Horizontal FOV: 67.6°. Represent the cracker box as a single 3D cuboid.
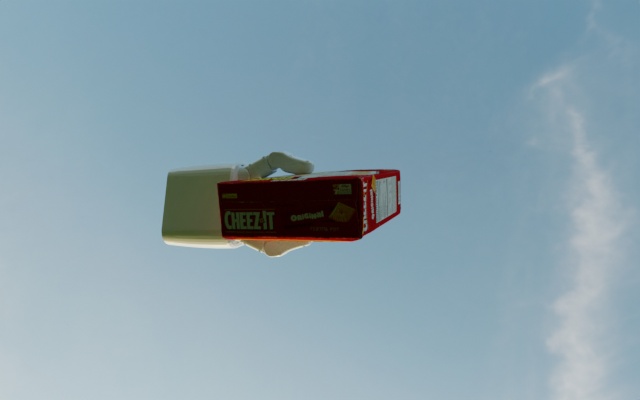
[{"bbox_3d":[0.000,0.002,0.591,0.164,0.072,0.213,-2,5,20],"label":"cracker box"}]
